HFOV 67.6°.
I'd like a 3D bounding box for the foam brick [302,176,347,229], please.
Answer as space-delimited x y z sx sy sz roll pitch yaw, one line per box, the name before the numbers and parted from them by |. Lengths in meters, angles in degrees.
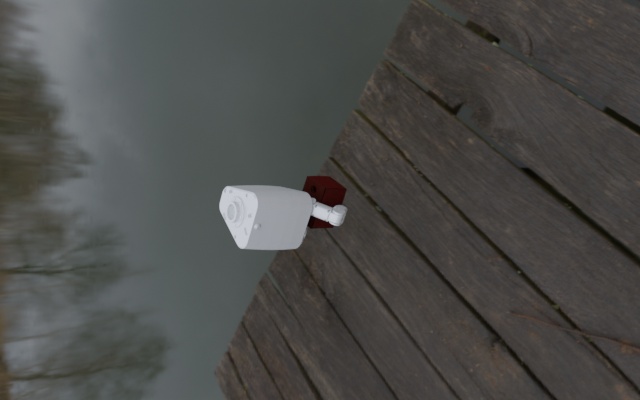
foam brick | 0.000 0.002 0.815 0.051 0.078 0.053 2 24 -41
